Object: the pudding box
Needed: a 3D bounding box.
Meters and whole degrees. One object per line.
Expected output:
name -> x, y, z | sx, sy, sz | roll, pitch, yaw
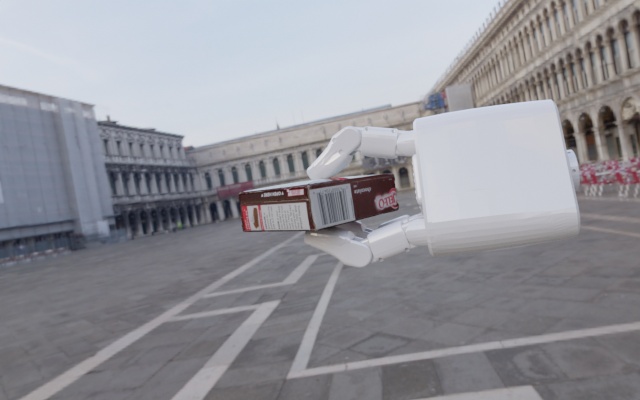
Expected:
pudding box -> 0.000, 0.001, 0.418 | 0.090, 0.039, 0.113 | -5, 2, 44
